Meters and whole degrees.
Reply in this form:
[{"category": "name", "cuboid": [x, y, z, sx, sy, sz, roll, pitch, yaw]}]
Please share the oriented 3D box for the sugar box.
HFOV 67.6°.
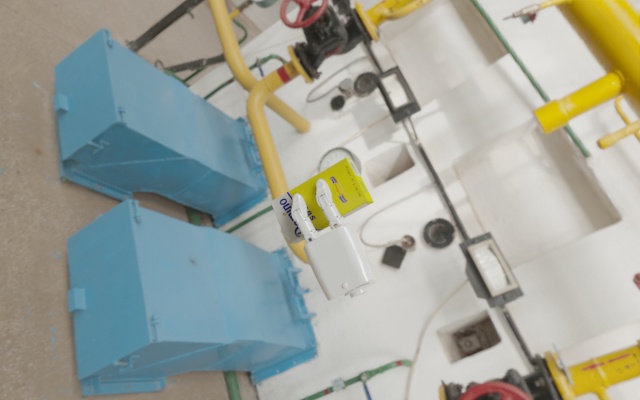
[{"category": "sugar box", "cuboid": [0.000, 0.003, 0.890, 0.176, 0.093, 0.048, -30, -14, 18]}]
